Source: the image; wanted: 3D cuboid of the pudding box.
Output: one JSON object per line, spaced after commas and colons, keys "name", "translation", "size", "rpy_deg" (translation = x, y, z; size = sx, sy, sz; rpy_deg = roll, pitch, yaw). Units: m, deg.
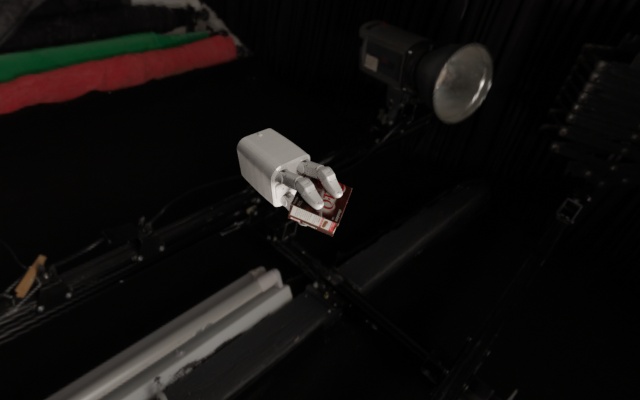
{"name": "pudding box", "translation": [0.000, 0.003, 0.860], "size": [0.090, 0.039, 0.113], "rpy_deg": [22, 42, 2]}
